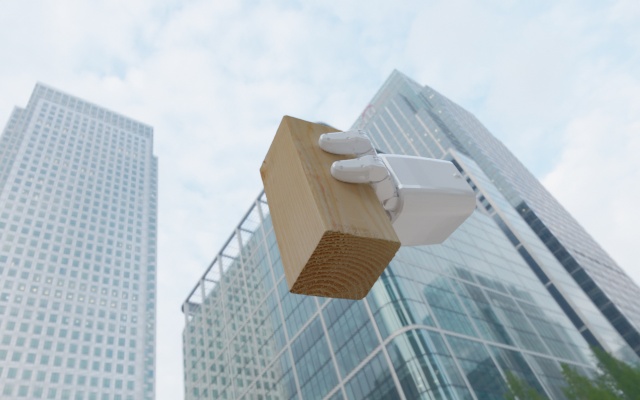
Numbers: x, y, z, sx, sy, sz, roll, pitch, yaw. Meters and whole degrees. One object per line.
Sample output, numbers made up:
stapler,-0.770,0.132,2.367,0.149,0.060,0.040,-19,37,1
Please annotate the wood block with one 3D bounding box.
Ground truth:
wood block,0.000,0.002,0.545,0.090,0.091,0.206,11,35,-26
